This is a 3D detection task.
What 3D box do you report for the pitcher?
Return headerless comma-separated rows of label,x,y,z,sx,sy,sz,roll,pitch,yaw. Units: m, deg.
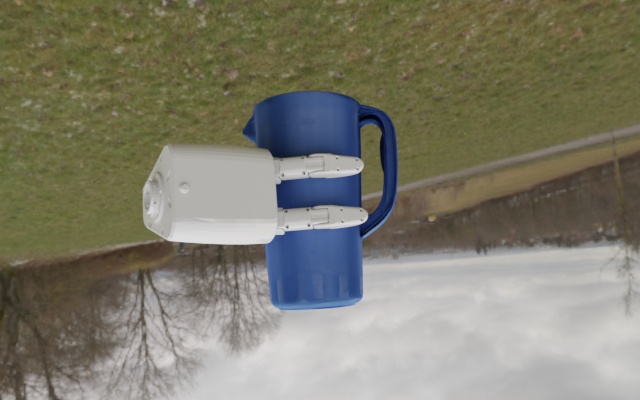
pitcher,0.000,0.002,0.566,0.145,0.243,0.149,2,-10,-34
